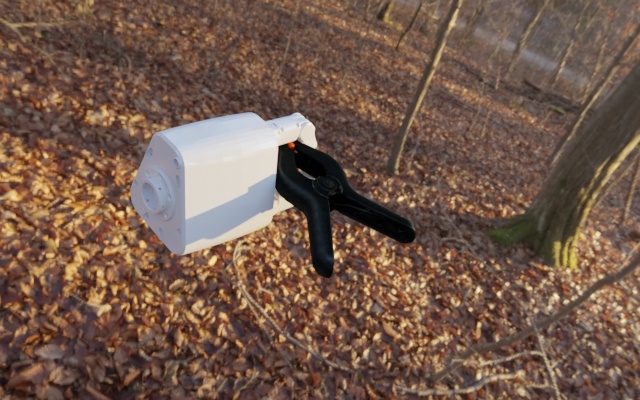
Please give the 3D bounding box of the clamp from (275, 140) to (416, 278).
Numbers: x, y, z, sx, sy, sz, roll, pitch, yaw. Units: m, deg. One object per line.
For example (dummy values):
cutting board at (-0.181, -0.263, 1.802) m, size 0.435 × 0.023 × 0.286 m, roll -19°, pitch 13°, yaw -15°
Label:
clamp at (0.000, 0.001, 0.470) m, size 0.171 × 0.039 × 0.120 m, roll 41°, pitch 39°, yaw 24°
